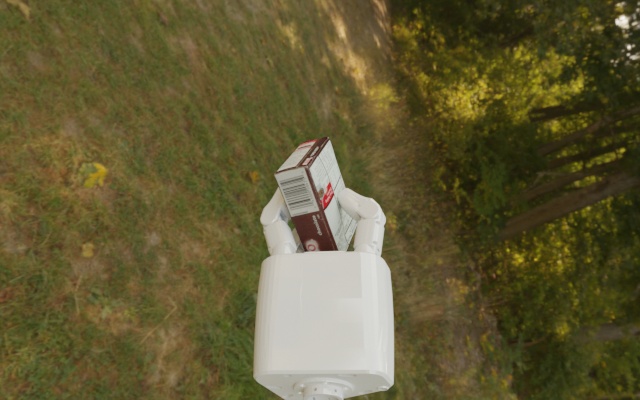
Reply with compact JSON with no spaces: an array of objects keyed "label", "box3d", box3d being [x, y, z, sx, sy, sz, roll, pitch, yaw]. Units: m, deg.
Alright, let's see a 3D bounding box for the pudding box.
[{"label":"pudding box","box3d":[0.000,0.002,0.498,0.039,0.113,0.090,-11,22,19]}]
